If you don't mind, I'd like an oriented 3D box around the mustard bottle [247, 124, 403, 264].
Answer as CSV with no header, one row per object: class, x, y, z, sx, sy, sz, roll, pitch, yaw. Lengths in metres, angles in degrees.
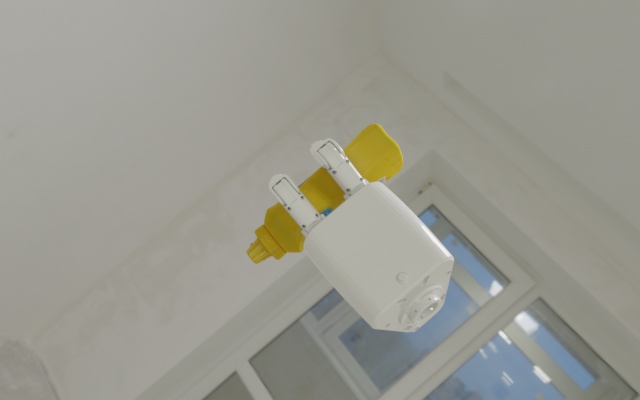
mustard bottle,0.000,0.001,0.517,0.191,0.058,0.096,-40,-10,-3
